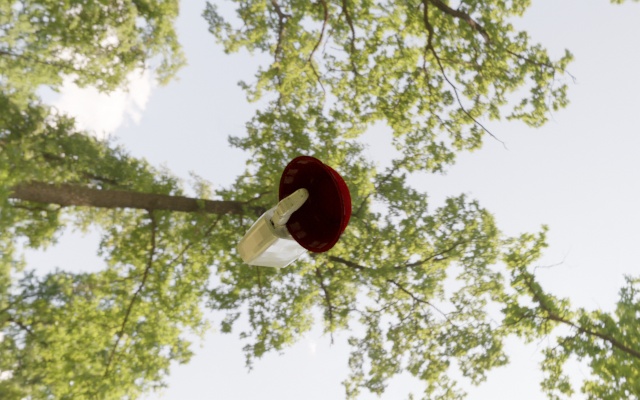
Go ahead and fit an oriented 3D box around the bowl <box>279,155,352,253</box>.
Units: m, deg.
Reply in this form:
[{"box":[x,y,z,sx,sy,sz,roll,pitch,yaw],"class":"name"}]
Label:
[{"box":[0.001,0.002,0.792,0.055,0.162,0.162,-14,9,-40],"class":"bowl"}]
